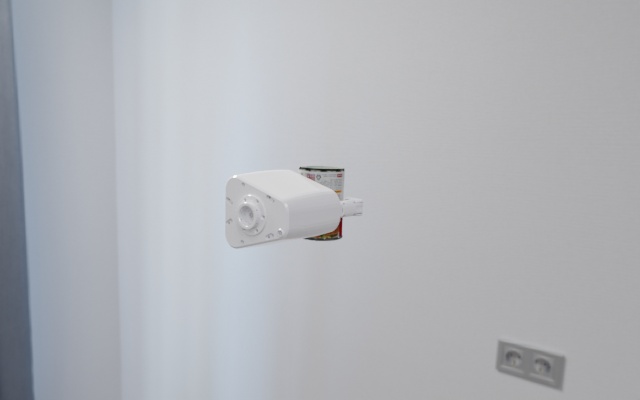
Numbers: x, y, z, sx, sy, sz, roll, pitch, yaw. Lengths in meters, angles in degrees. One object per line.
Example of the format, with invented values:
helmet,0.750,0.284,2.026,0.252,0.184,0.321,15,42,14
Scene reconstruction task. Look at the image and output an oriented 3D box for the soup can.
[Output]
soup can,0.001,0.002,0.695,0.068,0.102,0.068,2,7,0
